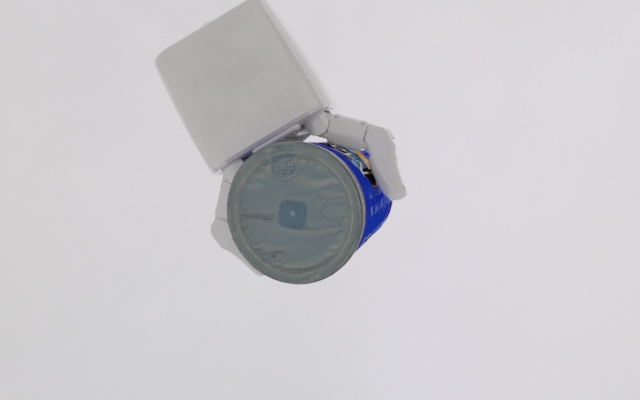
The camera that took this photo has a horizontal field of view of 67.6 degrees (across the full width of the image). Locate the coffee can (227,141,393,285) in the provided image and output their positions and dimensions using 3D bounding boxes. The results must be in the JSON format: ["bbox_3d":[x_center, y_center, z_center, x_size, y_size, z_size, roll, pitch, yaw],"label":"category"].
[{"bbox_3d":[0.000,0.001,0.401,0.103,0.103,0.140,0,7,17],"label":"coffee can"}]
